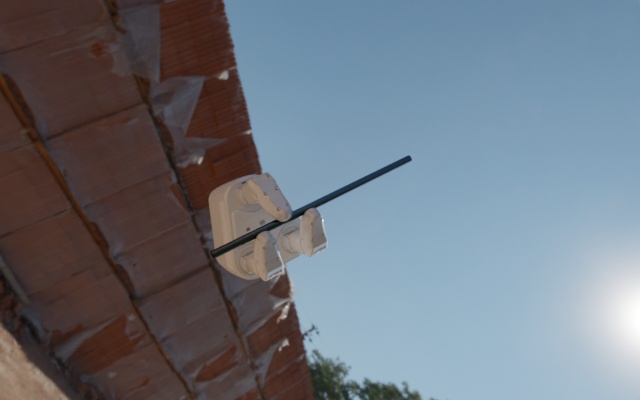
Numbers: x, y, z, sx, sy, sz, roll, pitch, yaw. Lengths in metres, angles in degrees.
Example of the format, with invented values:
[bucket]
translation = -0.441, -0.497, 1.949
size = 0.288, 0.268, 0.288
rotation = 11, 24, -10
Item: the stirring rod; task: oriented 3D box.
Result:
[stirring rod]
translation = 0.000, 0.002, 0.485
size = 0.239, 0.011, 0.011
rotation = -26, 11, -23
